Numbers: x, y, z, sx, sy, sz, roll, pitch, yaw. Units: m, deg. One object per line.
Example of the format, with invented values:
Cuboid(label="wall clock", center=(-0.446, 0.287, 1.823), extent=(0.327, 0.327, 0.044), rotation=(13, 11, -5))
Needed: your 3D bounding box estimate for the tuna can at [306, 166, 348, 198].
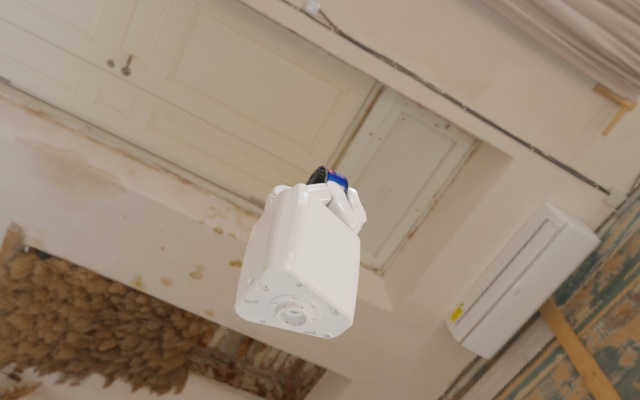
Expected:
Cuboid(label="tuna can", center=(0.001, 0.002, 0.600), extent=(0.034, 0.086, 0.086), rotation=(23, -7, -17))
